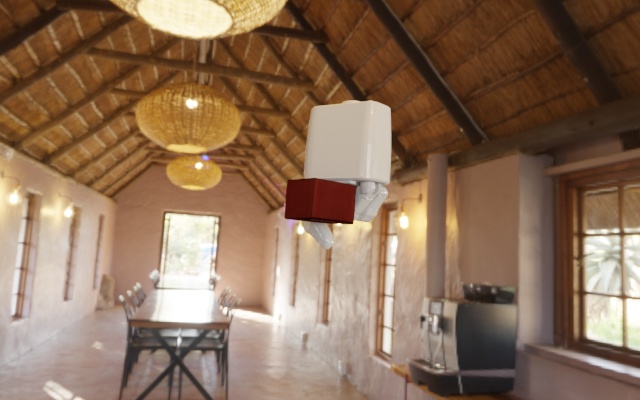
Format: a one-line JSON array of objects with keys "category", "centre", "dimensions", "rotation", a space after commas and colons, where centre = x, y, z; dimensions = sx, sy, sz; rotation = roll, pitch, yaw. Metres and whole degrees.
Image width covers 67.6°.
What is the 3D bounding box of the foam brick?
[{"category": "foam brick", "centre": [0.000, 0.002, 0.609], "dimensions": [0.078, 0.051, 0.053], "rotation": [8, -6, -44]}]
